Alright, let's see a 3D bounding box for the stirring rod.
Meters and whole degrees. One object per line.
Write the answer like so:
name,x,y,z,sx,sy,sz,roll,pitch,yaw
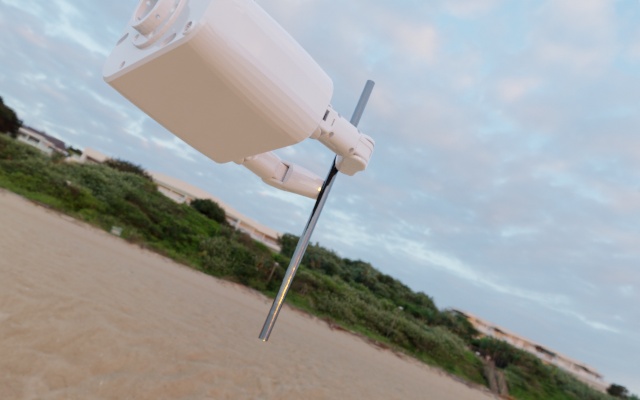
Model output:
stirring rod,0.000,0.001,0.402,0.011,0.239,0.011,22,-14,5
